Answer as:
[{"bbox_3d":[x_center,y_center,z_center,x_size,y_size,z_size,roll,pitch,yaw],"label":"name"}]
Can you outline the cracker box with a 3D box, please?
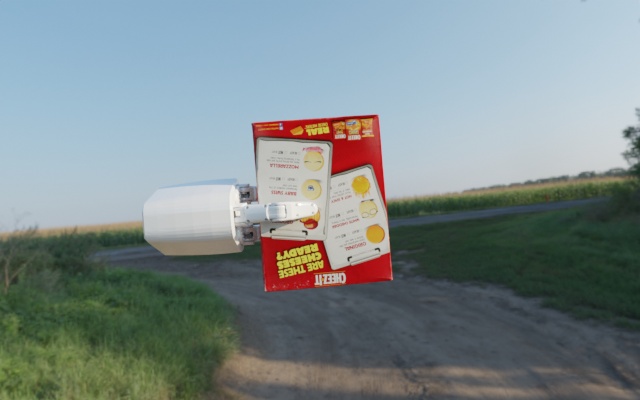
[{"bbox_3d":[0.000,0.002,0.628,0.164,0.213,0.072,-5,-1,-3],"label":"cracker box"}]
